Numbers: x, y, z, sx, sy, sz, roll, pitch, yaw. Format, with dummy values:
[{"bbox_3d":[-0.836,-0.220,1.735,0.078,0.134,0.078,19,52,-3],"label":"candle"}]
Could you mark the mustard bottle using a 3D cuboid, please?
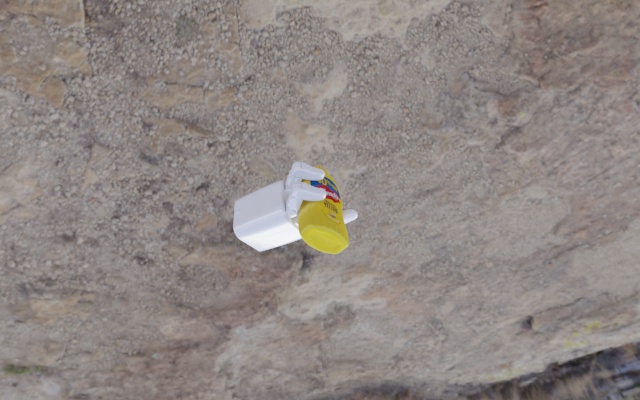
[{"bbox_3d":[0.000,0.003,0.885,0.096,0.191,0.058,29,-55,-30],"label":"mustard bottle"}]
